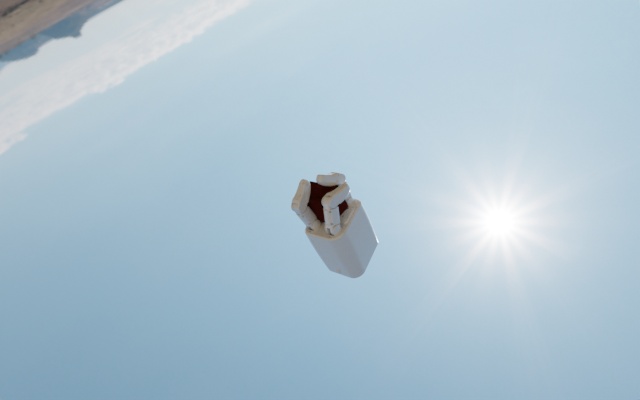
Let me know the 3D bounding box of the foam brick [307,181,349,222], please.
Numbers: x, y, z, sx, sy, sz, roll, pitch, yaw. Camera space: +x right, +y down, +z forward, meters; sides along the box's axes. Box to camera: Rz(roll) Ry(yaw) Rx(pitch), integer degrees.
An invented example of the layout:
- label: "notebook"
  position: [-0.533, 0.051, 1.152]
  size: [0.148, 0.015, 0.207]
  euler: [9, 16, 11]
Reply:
- label: "foam brick"
  position: [0.000, 0.003, 0.878]
  size: [0.078, 0.051, 0.053]
  euler: [11, 48, 48]
